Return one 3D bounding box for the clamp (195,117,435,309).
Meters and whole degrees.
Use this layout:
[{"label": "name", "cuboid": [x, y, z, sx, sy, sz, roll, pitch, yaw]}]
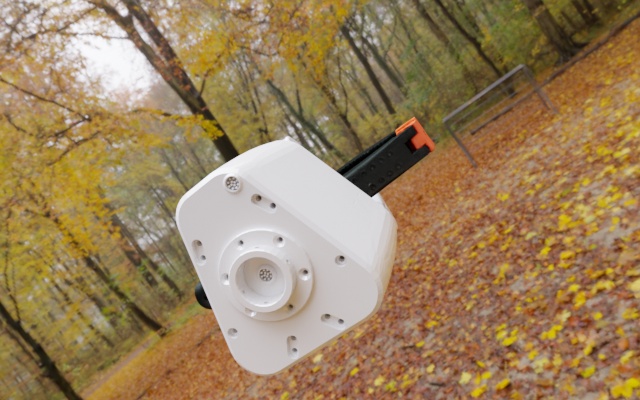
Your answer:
[{"label": "clamp", "cuboid": [0.000, 0.000, 0.408, 0.210, 0.036, 0.164, -36, 7, 16]}]
